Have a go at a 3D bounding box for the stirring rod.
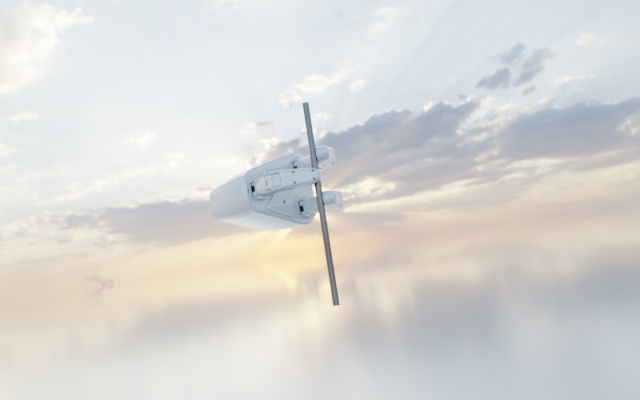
[{"bbox_3d":[0.000,0.002,0.559,0.011,0.239,0.011,-9,-6,-1],"label":"stirring rod"}]
